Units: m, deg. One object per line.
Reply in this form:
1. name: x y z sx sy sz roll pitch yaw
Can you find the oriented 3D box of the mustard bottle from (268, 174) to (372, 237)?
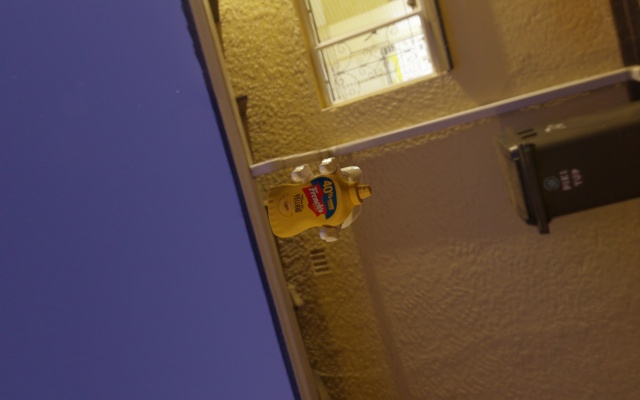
1. mustard bottle: 0.000 0.003 0.866 0.191 0.096 0.058 -14 -18 20
